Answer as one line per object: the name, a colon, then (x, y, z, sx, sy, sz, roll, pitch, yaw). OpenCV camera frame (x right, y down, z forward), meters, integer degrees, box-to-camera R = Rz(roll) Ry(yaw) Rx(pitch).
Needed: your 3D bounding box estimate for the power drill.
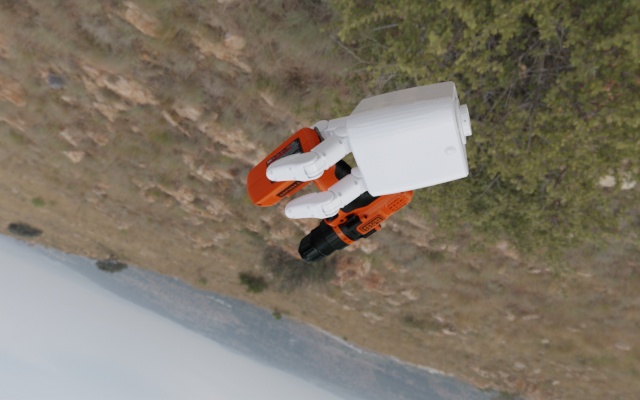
power drill: (0.000, 0.002, 0.595, 0.184, 0.057, 0.188, -38, -41, 21)
